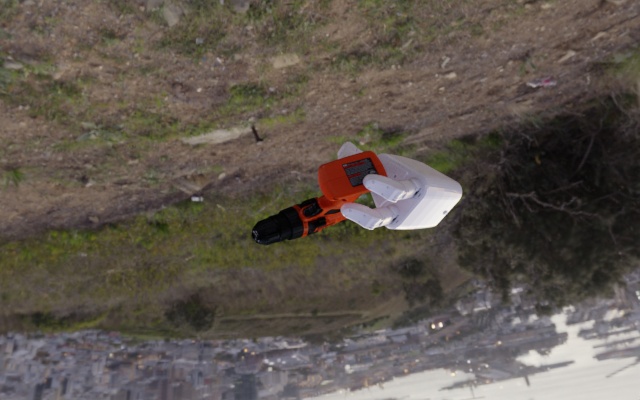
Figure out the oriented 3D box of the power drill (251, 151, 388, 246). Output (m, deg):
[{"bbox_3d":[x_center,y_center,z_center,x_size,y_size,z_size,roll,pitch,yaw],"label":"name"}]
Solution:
[{"bbox_3d":[0.001,0.002,0.706,0.184,0.057,0.188,-20,-12,-30],"label":"power drill"}]
